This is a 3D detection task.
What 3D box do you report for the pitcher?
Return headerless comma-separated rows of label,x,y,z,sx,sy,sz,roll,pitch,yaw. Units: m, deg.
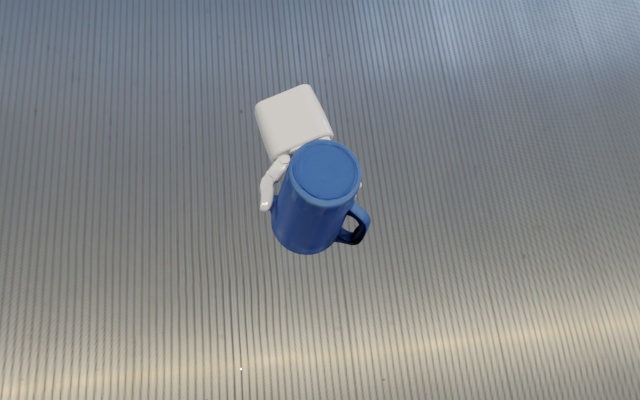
pitcher,0.000,0.002,0.792,0.149,0.145,0.243,-15,-17,-14
